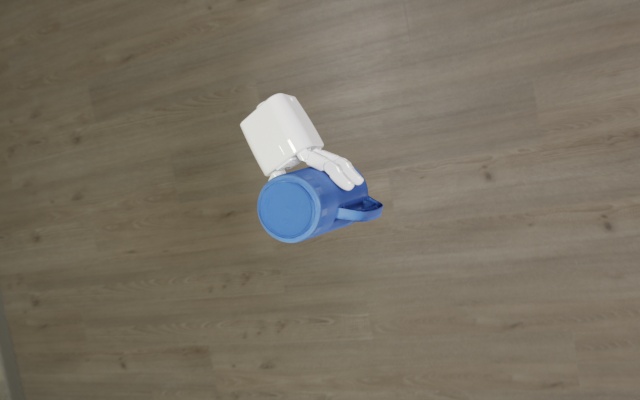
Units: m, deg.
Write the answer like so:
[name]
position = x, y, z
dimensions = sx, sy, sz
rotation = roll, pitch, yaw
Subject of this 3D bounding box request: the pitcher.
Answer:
[pitcher]
position = 0.000, 0.003, 0.833
dimensions = 0.149, 0.145, 0.243
rotation = -30, -4, 21
